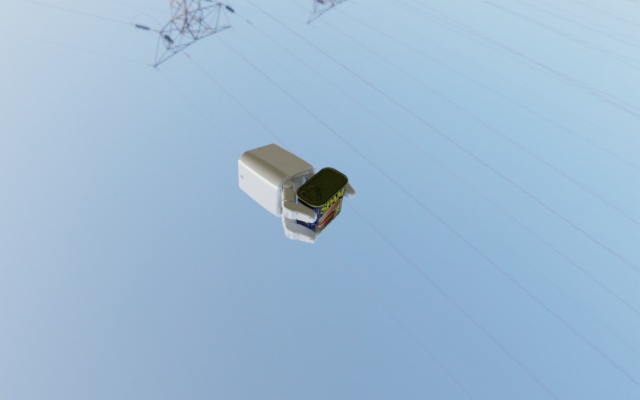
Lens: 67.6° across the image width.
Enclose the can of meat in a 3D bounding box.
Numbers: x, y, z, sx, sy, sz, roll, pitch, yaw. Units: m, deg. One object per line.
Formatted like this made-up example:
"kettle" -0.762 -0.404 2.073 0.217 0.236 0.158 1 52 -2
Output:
"can of meat" 0.000 0.003 0.863 0.057 0.084 0.102 31 50 21
